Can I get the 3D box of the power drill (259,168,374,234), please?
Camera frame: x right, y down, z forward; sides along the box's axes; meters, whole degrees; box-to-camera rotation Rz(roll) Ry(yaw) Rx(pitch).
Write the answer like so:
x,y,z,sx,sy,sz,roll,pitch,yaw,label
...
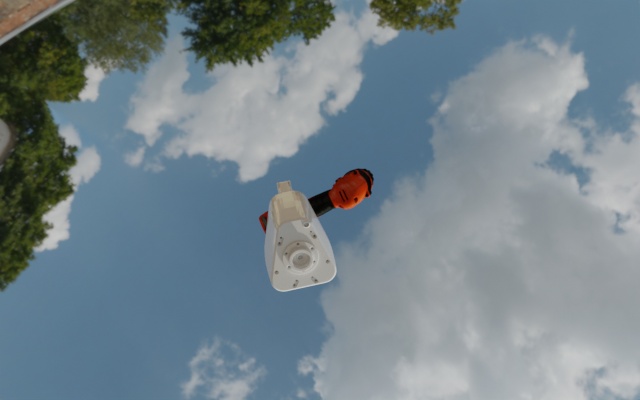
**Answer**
x,y,z,sx,sy,sz,roll,pitch,yaw,label
0.000,0.003,0.815,0.188,0.057,0.184,-28,1,18,power drill
